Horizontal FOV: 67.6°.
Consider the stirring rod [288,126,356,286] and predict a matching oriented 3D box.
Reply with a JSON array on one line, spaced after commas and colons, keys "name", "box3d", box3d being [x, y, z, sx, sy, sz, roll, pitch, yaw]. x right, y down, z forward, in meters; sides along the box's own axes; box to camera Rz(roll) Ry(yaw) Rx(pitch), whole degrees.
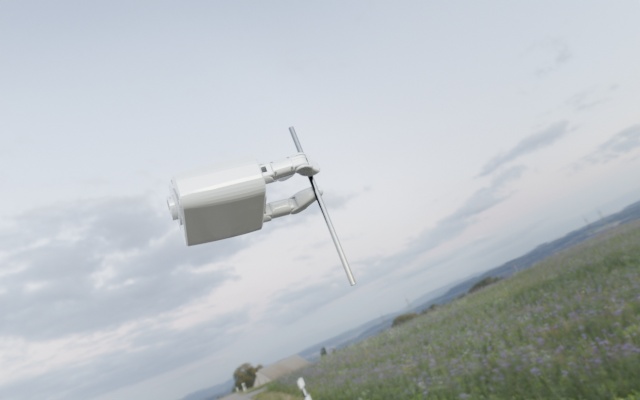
[{"name": "stirring rod", "box3d": [0.000, 0.002, 0.651, 0.011, 0.239, 0.011, -20, -17, -6]}]
